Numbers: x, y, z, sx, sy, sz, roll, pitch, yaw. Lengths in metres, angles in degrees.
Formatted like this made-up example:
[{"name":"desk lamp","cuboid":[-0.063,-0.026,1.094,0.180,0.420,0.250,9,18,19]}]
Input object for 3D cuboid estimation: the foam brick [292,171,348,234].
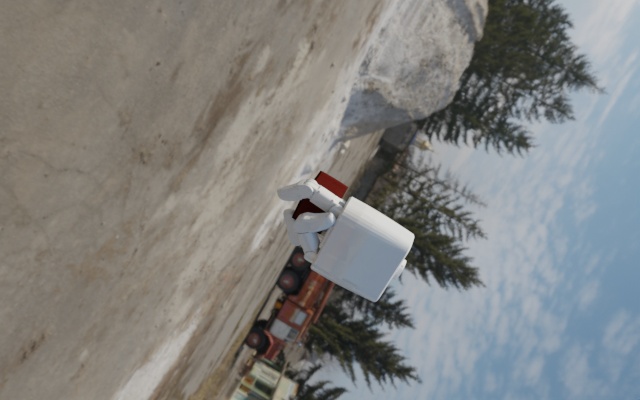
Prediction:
[{"name":"foam brick","cuboid":[0.000,0.002,0.721,0.051,0.053,0.078,29,36,3]}]
